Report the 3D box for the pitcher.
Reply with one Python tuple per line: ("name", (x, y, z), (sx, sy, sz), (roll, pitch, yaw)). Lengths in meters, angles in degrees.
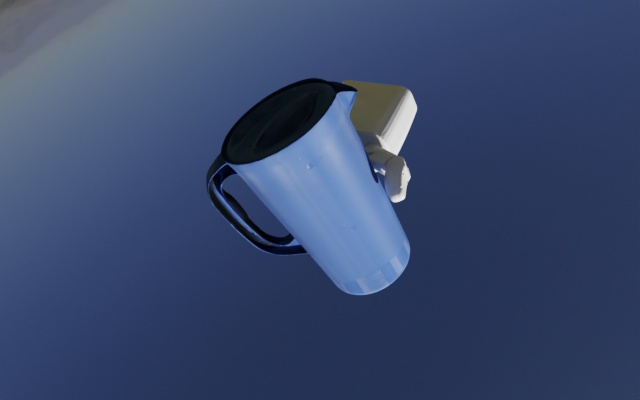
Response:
("pitcher", (0.000, 0.002, 0.539), (0.149, 0.145, 0.243), (-2, -45, 39))
